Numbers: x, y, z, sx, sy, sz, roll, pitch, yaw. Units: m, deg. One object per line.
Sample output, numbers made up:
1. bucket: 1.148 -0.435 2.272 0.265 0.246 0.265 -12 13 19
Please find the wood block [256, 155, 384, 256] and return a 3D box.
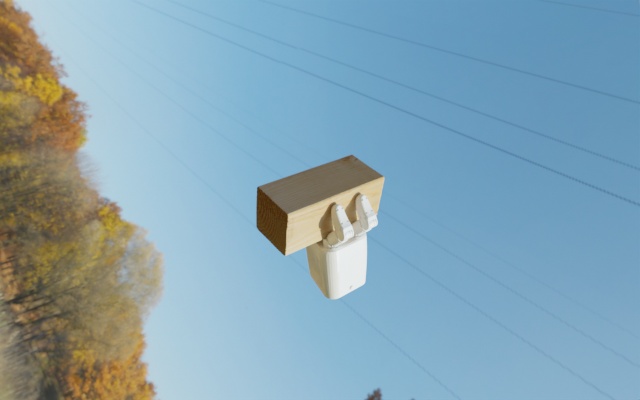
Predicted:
1. wood block: 0.000 0.003 0.826 0.206 0.090 0.090 -22 44 -33
